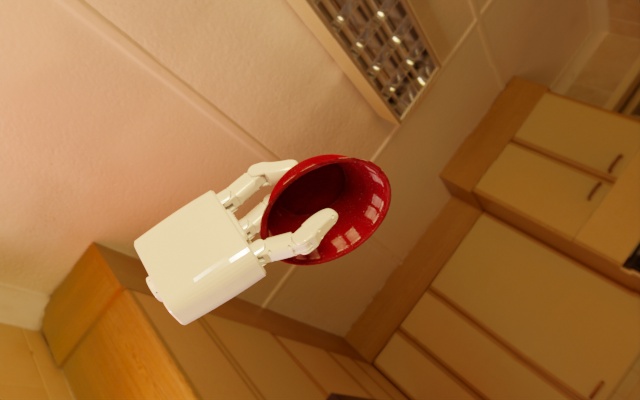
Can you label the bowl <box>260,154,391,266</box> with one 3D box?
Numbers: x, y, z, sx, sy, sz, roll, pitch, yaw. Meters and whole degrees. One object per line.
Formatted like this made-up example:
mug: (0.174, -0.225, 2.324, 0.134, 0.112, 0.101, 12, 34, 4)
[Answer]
bowl: (0.001, 0.001, 0.565, 0.162, 0.162, 0.055, 0, 39, -27)
